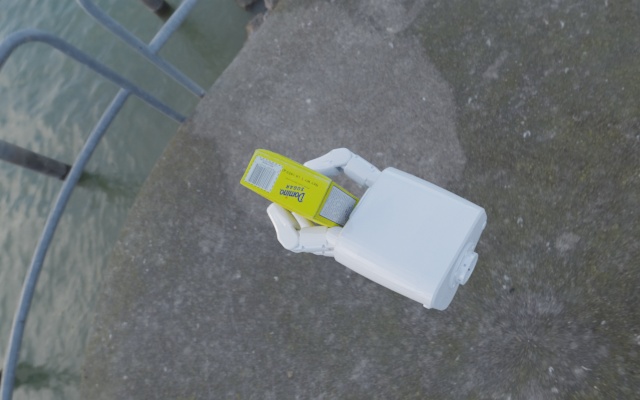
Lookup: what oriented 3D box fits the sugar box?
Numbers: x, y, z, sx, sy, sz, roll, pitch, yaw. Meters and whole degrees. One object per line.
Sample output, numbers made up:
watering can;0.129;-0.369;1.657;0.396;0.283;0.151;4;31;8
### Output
sugar box;0.000;0.002;0.521;0.093;0.048;0.176;26;-4;28
